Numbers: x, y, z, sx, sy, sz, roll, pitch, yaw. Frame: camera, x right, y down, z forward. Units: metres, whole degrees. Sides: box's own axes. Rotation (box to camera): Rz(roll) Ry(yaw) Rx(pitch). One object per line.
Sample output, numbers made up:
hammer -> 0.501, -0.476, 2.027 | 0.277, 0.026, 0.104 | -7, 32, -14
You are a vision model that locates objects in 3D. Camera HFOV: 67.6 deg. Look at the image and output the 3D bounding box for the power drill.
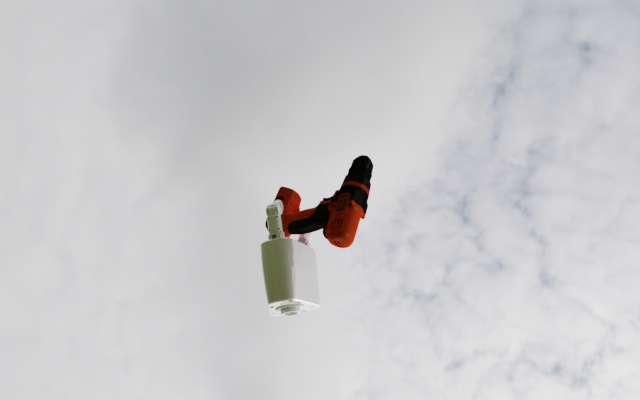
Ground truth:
power drill -> 0.000, 0.003, 0.857 | 0.187, 0.184, 0.057 | -8, -42, 37
